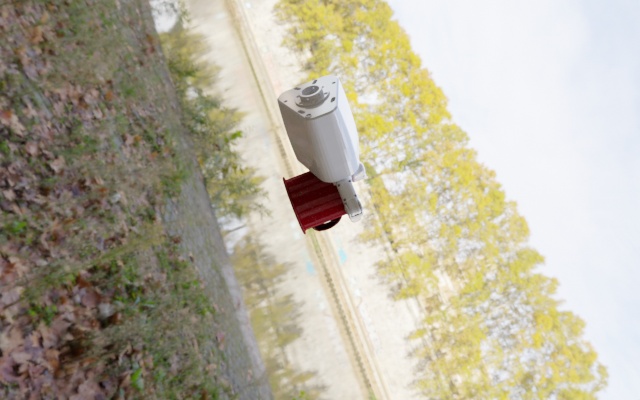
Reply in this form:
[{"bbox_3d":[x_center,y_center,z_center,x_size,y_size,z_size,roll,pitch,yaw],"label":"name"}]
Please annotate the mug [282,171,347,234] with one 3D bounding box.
[{"bbox_3d":[0.001,0.003,0.730,0.081,0.117,0.093,-21,40,0],"label":"mug"}]
